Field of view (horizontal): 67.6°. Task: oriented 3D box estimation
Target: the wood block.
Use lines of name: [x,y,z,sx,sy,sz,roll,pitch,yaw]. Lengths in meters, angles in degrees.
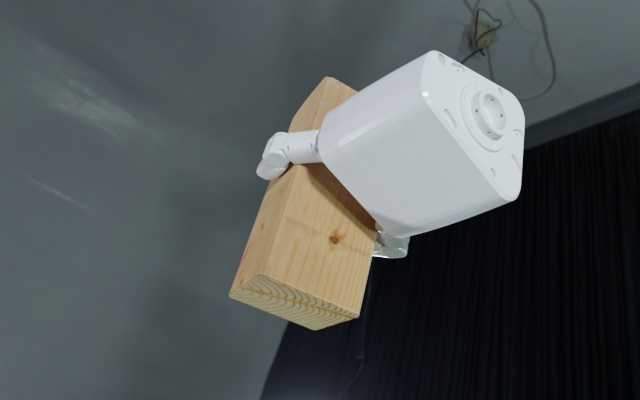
wood block: [0.000,0.001,0.447,0.091,0.206,0.090,26,-30,-16]
